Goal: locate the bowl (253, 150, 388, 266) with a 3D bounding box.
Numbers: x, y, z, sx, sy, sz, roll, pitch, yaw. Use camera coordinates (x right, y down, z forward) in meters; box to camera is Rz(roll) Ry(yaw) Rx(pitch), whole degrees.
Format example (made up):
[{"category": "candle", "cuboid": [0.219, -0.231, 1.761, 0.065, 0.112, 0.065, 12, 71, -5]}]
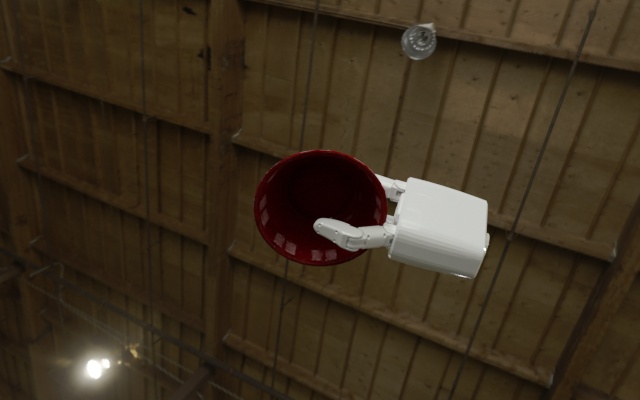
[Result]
[{"category": "bowl", "cuboid": [-0.001, 0.001, 0.594, 0.162, 0.162, 0.055, 0, 29, 0]}]
